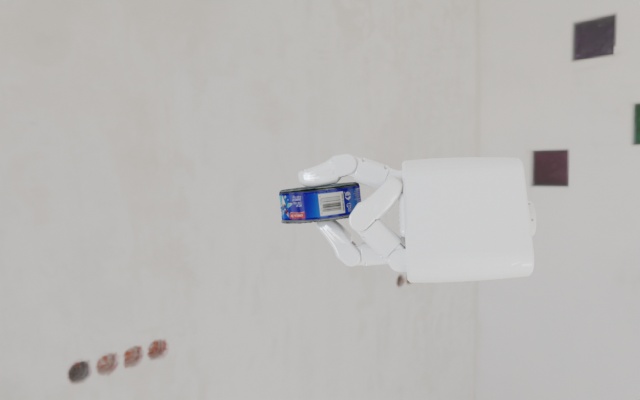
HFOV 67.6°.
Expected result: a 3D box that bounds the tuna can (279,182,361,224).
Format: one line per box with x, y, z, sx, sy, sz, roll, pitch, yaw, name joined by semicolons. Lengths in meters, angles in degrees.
0.000;0.001;0.496;0.086;0.034;0.086;-6;3;0;tuna can
